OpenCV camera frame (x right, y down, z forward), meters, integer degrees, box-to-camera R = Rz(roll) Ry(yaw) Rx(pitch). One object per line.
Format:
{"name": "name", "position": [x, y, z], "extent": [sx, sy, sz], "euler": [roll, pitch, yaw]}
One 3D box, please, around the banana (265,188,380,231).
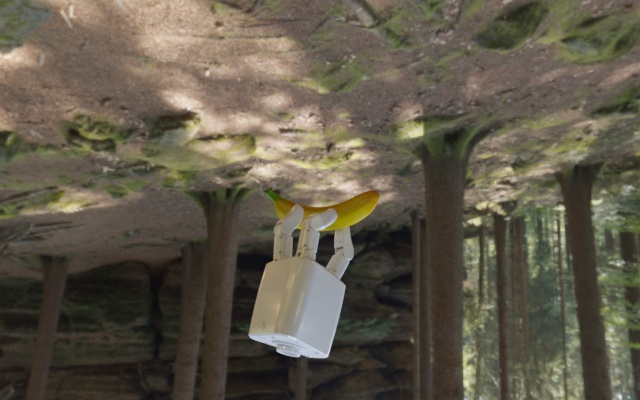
{"name": "banana", "position": [0.003, 0.017, 0.728], "extent": [0.198, 0.070, 0.037], "euler": [1, 41, 30]}
